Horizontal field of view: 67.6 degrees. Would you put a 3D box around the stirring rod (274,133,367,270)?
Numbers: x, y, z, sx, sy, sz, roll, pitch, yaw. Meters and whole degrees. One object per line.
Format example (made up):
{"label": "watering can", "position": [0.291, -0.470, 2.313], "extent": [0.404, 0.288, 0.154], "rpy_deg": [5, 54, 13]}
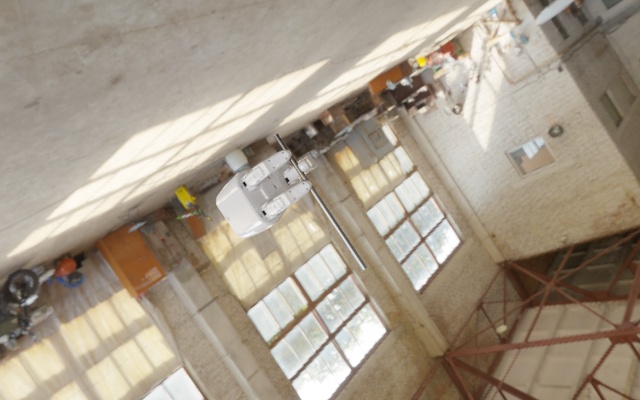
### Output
{"label": "stirring rod", "position": [0.000, 0.002, 0.714], "extent": [0.011, 0.239, 0.011], "rpy_deg": [-34, 2, 1]}
